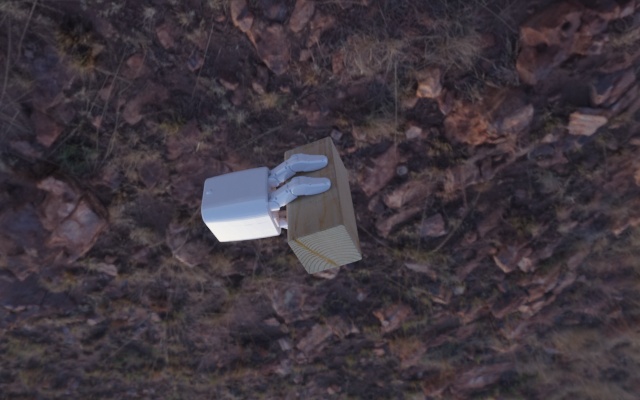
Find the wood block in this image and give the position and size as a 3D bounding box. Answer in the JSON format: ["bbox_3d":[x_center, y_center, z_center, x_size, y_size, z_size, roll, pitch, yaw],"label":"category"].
[{"bbox_3d":[0.000,0.003,0.781,0.090,0.206,0.091,-18,-46,11],"label":"wood block"}]
